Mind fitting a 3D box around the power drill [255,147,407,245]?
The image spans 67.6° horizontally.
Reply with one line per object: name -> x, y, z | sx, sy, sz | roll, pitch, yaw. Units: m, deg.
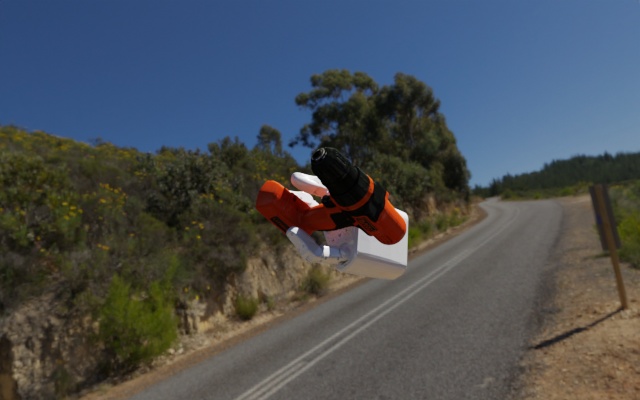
power drill -> 0.000, 0.002, 0.647 | 0.187, 0.057, 0.184 | -4, -38, 43
